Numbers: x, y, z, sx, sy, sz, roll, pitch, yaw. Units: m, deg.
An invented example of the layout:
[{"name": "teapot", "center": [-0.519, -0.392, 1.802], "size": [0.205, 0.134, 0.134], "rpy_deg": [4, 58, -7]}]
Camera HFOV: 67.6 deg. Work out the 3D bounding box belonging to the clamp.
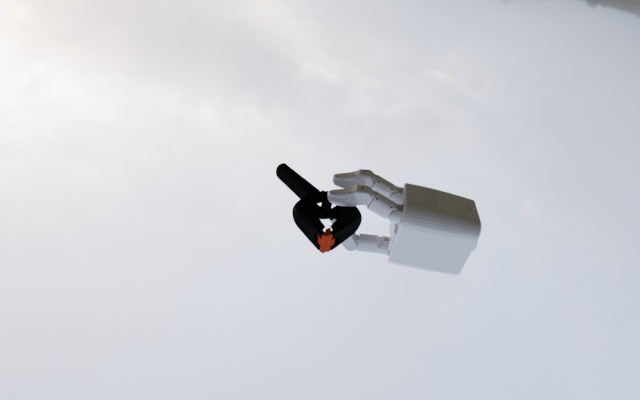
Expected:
[{"name": "clamp", "center": [0.000, 0.003, 0.679], "size": [0.164, 0.036, 0.210], "rpy_deg": [10, 29, 4]}]
